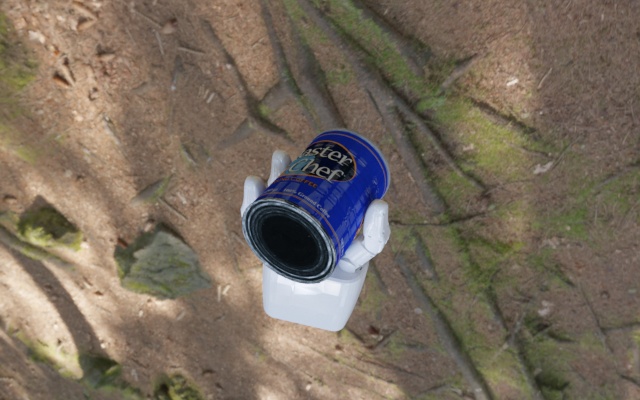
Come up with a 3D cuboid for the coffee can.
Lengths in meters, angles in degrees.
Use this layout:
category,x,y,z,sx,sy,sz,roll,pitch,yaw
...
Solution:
category,x,y,z,sx,sy,sz,roll,pitch,yaw
coffee can,0.000,0.001,0.496,0.103,0.103,0.140,0,34,33
